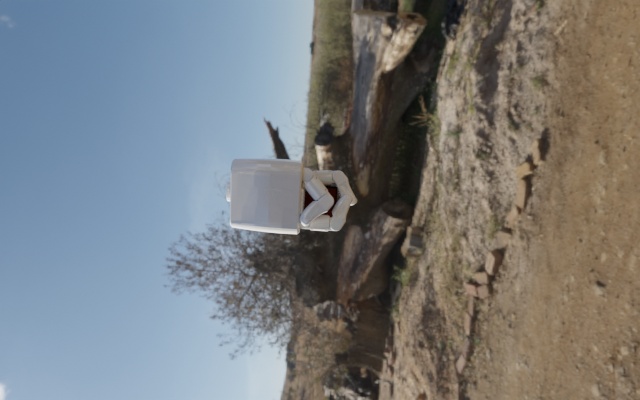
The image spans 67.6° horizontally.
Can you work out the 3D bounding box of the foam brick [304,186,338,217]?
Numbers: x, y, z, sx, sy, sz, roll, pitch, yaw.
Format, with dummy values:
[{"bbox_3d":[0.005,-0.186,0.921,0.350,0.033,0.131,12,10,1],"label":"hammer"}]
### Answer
[{"bbox_3d":[0.000,0.003,0.786,0.051,0.053,0.078,3,-2,0],"label":"foam brick"}]
